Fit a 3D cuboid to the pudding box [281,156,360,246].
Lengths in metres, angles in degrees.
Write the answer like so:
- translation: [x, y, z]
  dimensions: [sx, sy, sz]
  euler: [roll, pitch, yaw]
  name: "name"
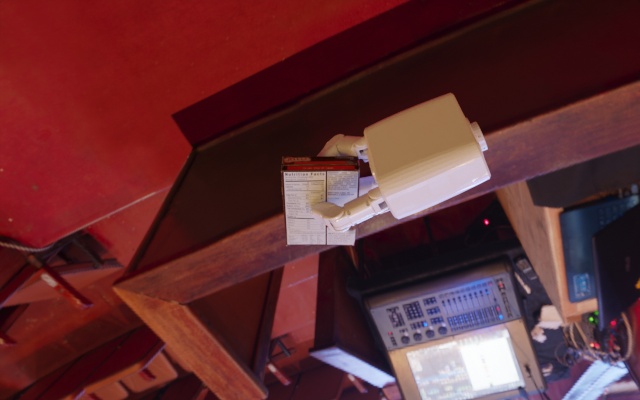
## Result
- translation: [0.000, 0.002, 0.573]
  dimensions: [0.090, 0.114, 0.039]
  euler: [1, 32, 1]
  name: "pudding box"
